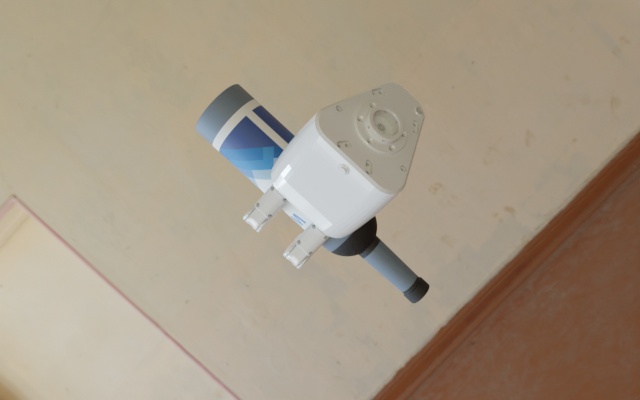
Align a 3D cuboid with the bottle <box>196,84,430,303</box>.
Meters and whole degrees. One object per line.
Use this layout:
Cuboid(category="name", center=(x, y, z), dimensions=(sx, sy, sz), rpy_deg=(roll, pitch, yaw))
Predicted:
Cuboid(category="bottle", center=(0.000, 0.002, 0.509), dimensions=(0.296, 0.069, 0.069), rpy_deg=(43, -2, -3))
